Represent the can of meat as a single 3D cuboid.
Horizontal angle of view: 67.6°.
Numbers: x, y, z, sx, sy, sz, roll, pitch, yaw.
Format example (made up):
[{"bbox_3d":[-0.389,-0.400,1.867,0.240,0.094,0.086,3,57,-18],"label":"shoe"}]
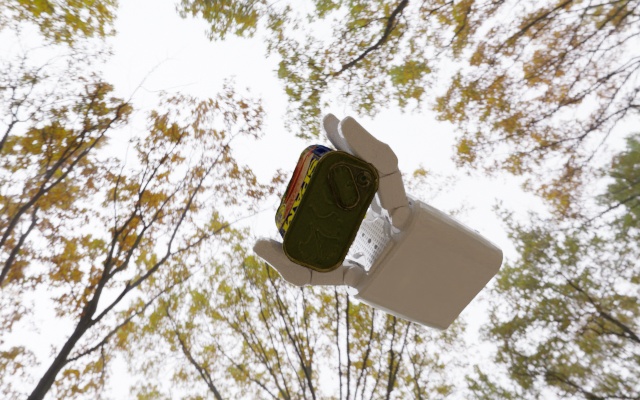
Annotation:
[{"bbox_3d":[0.000,0.001,0.433,0.057,0.102,0.084,22,7,-17],"label":"can of meat"}]
